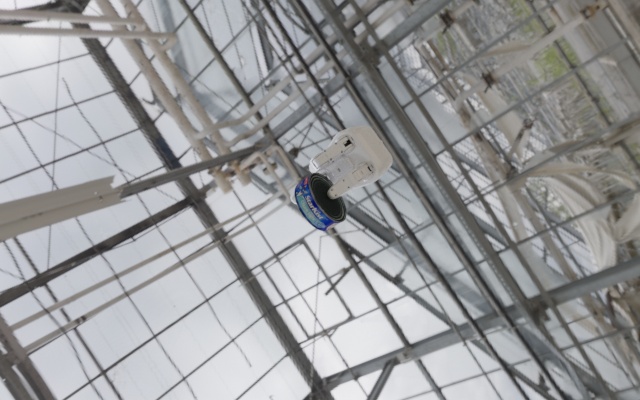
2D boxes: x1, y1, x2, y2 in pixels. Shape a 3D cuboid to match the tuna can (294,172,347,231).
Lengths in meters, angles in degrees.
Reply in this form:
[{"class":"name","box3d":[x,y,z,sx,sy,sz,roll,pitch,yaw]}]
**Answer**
[{"class":"tuna can","box3d":[0.000,0.003,0.721,0.034,0.086,0.086,-33,-16,26]}]
